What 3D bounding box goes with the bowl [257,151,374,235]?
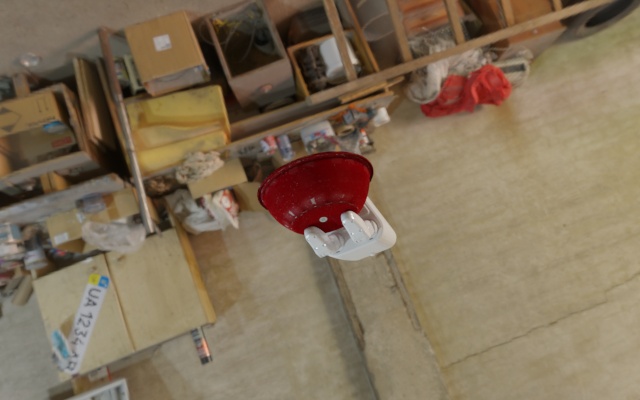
[{"bbox_3d":[-0.001,0.002,0.635,0.162,0.055,0.162,-12,-27,-6],"label":"bowl"}]
